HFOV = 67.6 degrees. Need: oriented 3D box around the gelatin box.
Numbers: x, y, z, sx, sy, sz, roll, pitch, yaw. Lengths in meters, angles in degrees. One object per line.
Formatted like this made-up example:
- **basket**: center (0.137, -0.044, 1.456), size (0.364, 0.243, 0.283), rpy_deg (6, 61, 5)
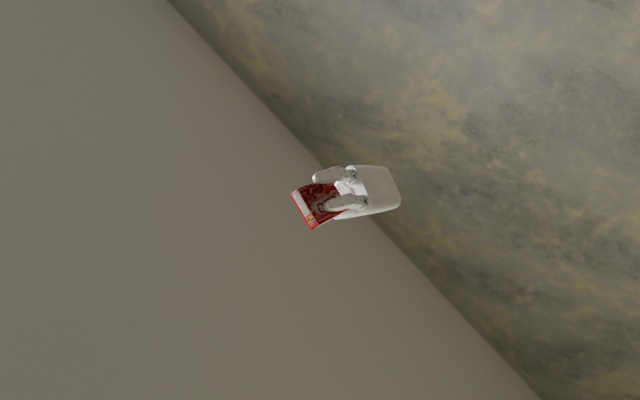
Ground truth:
- **gelatin box**: center (0.000, 0.003, 0.850), size (0.089, 0.073, 0.030), rpy_deg (-25, -8, -45)
